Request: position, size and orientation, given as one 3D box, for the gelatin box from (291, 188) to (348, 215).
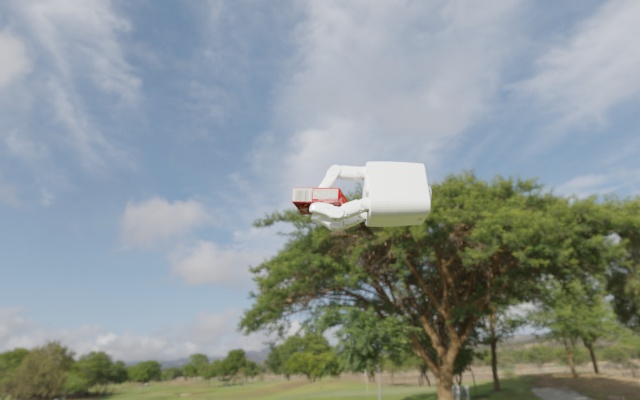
[{"bbox_3d":[0.000,0.002,0.863,0.089,0.030,0.073,0,-19,14],"label":"gelatin box"}]
